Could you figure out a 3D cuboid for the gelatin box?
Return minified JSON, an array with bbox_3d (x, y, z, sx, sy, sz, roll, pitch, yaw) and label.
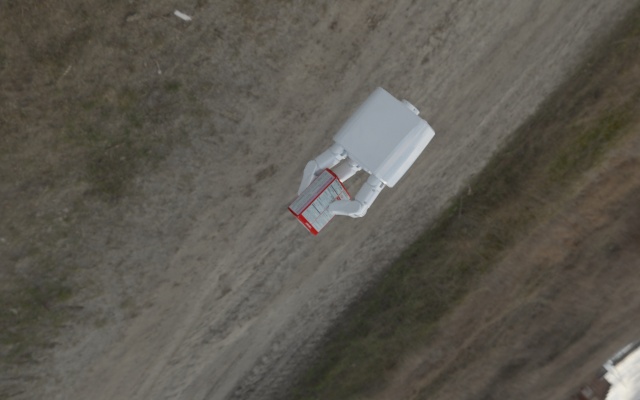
[{"bbox_3d":[0.000,0.003,0.747,0.030,0.089,0.073,40,-6,34],"label":"gelatin box"}]
